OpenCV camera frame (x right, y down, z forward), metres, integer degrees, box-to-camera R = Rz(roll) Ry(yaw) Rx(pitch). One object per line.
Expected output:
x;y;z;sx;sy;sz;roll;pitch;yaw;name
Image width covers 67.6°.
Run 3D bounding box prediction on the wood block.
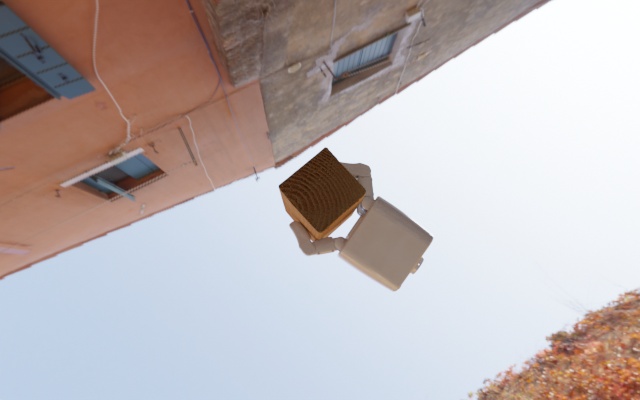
0.000;0.003;0.753;0.091;0.090;0.206;-41;-7;-8;wood block
